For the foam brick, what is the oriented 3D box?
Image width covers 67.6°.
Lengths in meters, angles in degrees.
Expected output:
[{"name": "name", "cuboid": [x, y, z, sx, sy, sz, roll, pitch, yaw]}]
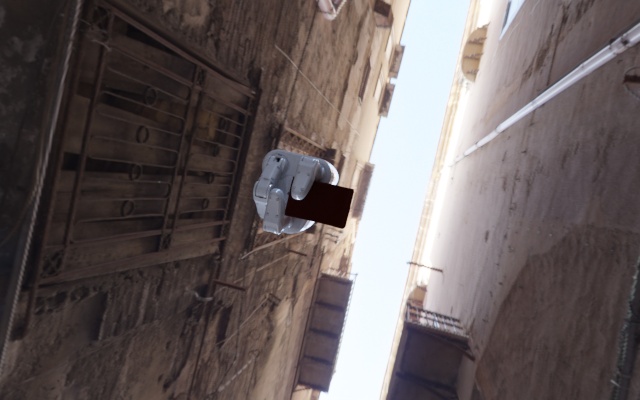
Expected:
[{"name": "foam brick", "cuboid": [0.000, 0.002, 0.616, 0.078, 0.053, 0.051, 13, 2, 9]}]
